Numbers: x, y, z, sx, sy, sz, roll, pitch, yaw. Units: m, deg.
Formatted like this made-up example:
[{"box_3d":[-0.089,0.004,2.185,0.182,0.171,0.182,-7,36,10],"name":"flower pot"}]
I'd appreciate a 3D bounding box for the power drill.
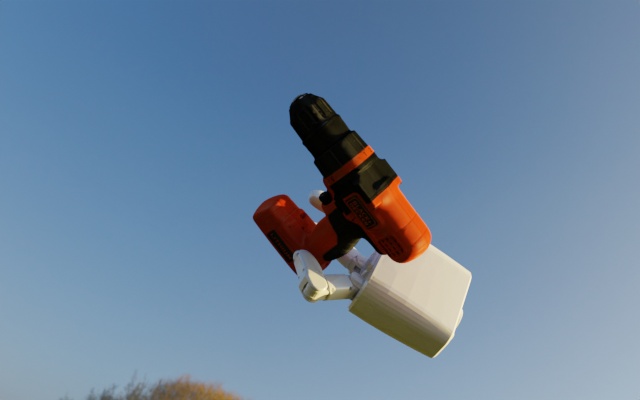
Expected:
[{"box_3d":[0.000,0.002,0.495,0.057,0.184,0.188,-39,3,-36],"name":"power drill"}]
